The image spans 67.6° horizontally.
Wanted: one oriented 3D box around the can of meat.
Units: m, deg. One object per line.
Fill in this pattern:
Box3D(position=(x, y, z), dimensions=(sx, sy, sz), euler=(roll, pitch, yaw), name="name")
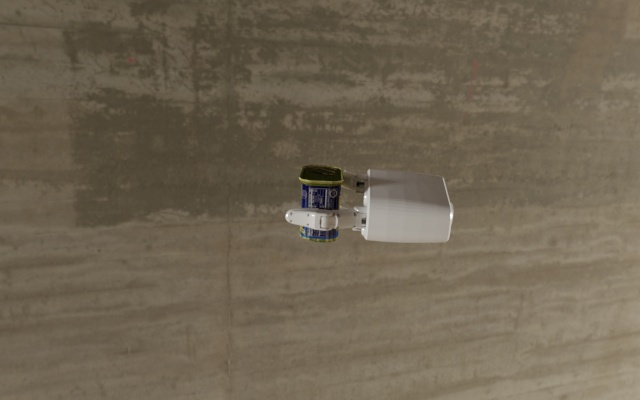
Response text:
Box3D(position=(0.000, 0.002, 0.655), dimensions=(0.057, 0.084, 0.102), euler=(3, 15, 0), name="can of meat")
